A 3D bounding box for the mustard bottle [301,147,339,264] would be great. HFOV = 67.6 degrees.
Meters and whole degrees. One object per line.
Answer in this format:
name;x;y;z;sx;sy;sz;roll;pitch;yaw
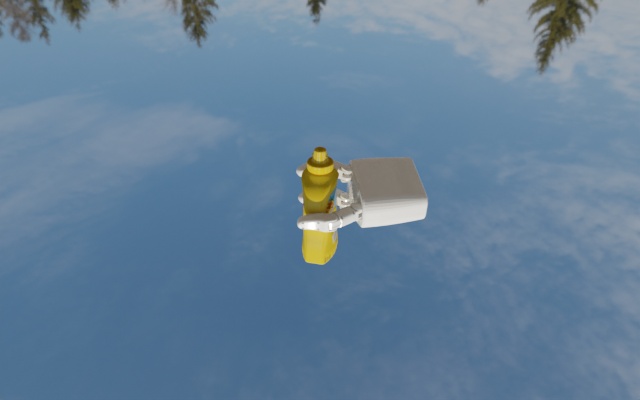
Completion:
mustard bottle;0.000;0.003;0.765;0.058;0.192;0.096;8;35;11
